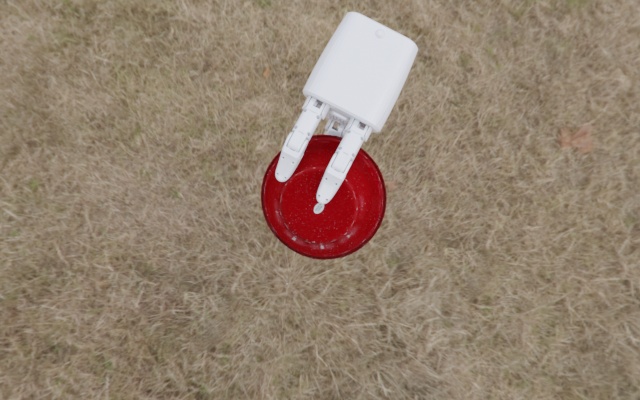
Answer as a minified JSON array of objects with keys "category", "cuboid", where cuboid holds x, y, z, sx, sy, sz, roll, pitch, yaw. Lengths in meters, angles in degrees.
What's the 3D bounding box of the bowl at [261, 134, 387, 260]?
[{"category":"bowl","cuboid":[0.000,0.003,0.583,0.162,0.162,0.055,0,11,7]}]
